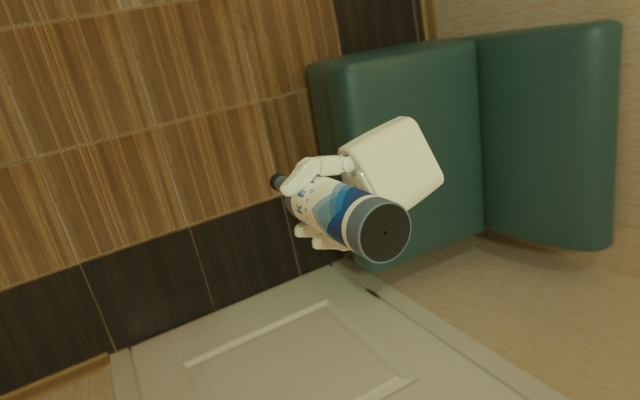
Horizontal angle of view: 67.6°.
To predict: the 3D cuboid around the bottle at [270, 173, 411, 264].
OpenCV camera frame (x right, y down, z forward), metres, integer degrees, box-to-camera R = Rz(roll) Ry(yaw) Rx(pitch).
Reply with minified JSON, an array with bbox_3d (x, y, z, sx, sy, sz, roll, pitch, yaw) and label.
[{"bbox_3d":[0.000,0.002,0.615,0.069,0.069,0.295,0,12,-28],"label":"bottle"}]
